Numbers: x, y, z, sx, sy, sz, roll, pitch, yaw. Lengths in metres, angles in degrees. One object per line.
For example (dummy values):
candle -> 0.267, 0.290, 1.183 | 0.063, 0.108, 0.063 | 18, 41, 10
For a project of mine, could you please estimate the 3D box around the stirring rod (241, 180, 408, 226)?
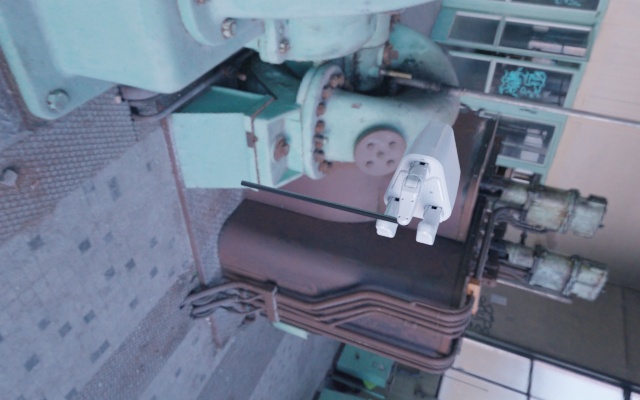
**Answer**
stirring rod -> 0.000, 0.002, 0.645 | 0.239, 0.011, 0.011 | 14, 4, 17
